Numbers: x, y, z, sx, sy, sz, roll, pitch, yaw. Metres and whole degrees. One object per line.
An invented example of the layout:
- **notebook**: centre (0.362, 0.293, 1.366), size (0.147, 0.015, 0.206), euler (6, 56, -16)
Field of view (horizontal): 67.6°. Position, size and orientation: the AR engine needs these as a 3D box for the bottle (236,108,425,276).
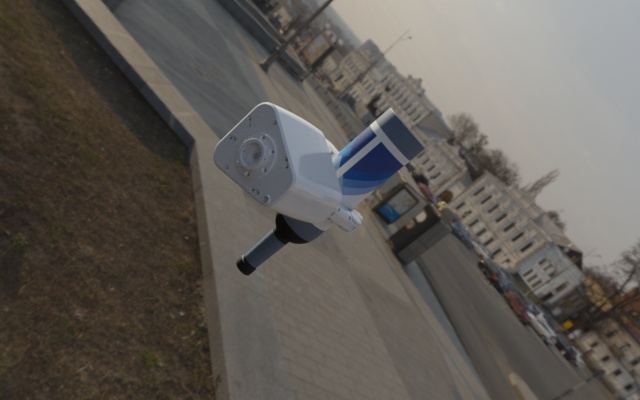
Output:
- **bottle**: centre (0.000, 0.002, 0.628), size (0.296, 0.069, 0.069), euler (-40, -12, 15)
